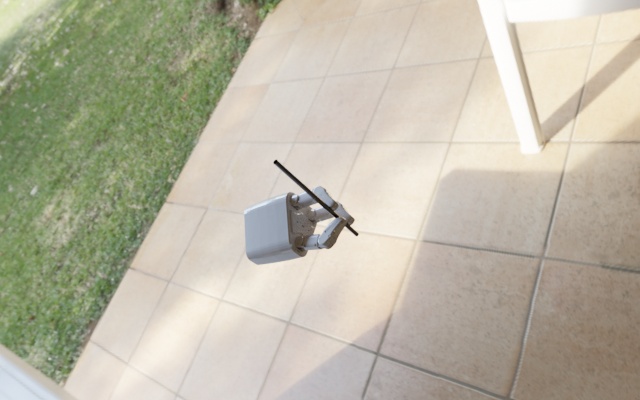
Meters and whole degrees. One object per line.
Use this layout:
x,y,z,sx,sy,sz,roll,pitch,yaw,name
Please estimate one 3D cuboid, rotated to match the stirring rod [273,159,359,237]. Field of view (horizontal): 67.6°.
0.000,0.003,0.771,0.011,0.011,0.240,0,-29,38,stirring rod
